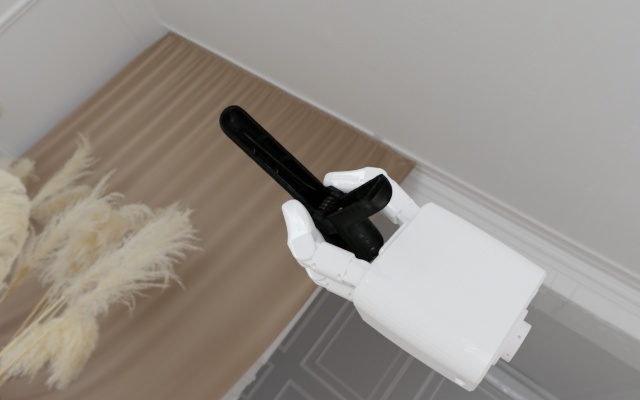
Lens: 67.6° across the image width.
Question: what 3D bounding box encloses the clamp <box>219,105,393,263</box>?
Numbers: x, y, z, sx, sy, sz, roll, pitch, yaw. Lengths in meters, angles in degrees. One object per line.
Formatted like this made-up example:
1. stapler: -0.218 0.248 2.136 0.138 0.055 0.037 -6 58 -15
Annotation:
1. clamp: 0.001 0.001 0.430 0.164 0.036 0.210 32 -15 25
